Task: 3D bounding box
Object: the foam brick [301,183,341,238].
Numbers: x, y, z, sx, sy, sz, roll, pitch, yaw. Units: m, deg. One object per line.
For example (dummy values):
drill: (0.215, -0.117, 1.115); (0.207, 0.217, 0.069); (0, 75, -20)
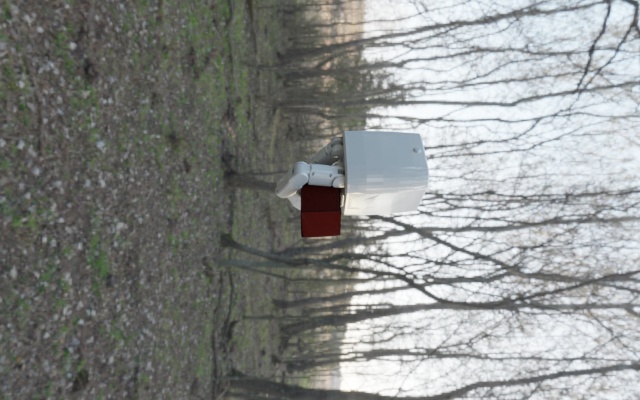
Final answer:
foam brick: (0.000, 0.002, 0.622); (0.051, 0.078, 0.053); (0, -41, -1)
